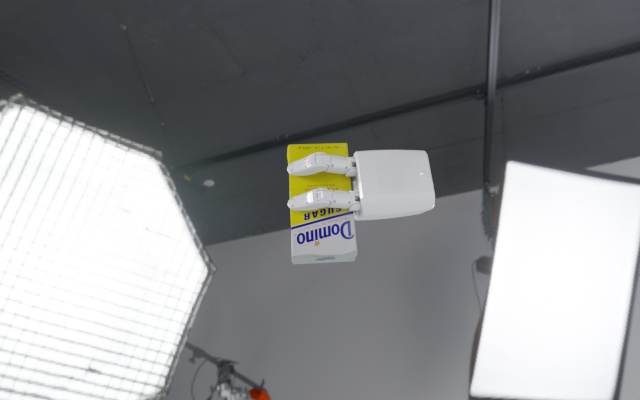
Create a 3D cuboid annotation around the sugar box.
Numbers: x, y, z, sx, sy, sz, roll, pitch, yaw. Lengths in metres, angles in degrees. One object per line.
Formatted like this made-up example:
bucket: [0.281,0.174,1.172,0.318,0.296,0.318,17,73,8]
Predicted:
sugar box: [0.000,0.002,0.703,0.093,0.176,0.048,-3,-25,-4]
